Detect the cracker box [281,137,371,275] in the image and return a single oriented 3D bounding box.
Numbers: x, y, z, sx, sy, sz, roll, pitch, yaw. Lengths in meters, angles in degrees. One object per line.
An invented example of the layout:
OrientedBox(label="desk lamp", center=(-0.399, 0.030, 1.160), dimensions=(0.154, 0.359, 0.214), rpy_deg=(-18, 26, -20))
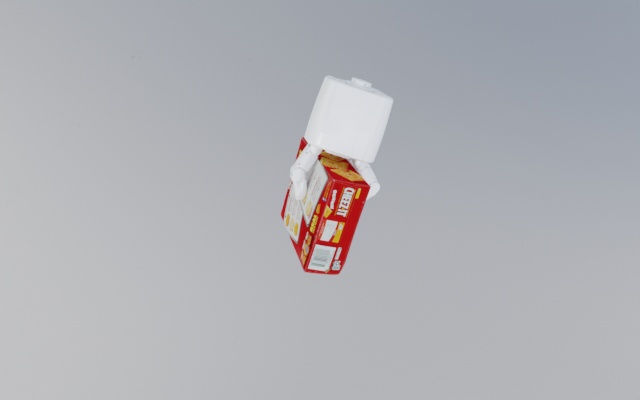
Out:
OrientedBox(label="cracker box", center=(0.000, 0.003, 0.824), dimensions=(0.072, 0.164, 0.213), rpy_deg=(10, 21, -20))
